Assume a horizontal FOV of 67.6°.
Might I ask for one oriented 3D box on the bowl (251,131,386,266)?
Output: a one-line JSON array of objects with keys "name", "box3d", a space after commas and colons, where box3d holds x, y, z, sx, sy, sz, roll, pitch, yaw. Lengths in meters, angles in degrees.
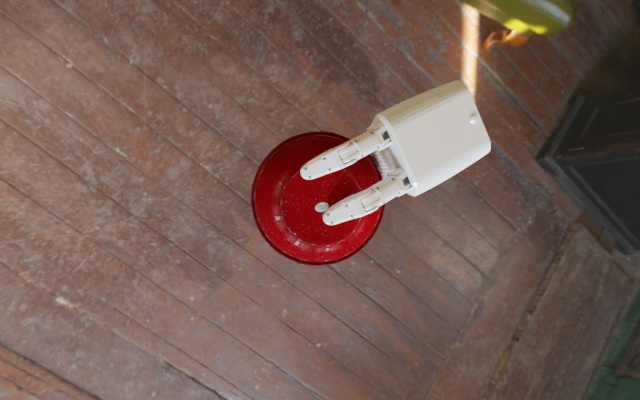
[{"name": "bowl", "box3d": [-0.001, 0.003, 0.545, 0.162, 0.162, 0.055, 0, 7, -5]}]
